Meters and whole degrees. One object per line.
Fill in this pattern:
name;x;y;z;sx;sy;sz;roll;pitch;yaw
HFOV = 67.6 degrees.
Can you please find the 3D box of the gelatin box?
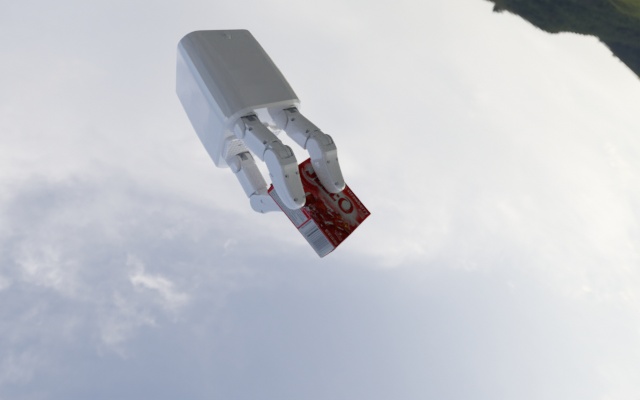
gelatin box;0.000;0.002;0.486;0.030;0.089;0.073;-39;0;44
